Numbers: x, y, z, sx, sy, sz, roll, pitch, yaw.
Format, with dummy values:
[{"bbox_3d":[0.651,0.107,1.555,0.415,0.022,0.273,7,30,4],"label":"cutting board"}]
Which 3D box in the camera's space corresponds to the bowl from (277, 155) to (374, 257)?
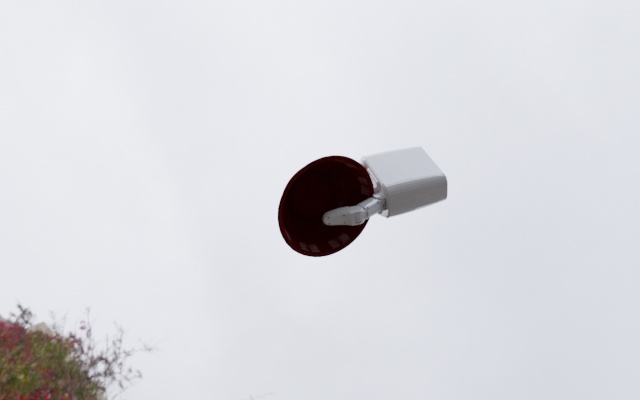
[{"bbox_3d":[-0.001,0.002,0.722,0.162,0.162,0.055,0,21,-30],"label":"bowl"}]
